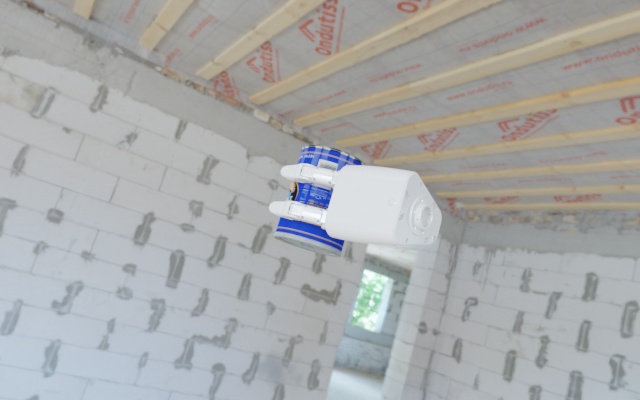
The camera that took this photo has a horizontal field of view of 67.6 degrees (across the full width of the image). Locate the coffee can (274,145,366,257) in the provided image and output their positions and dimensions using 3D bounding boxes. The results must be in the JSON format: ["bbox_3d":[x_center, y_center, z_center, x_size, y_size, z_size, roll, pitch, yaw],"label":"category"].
[{"bbox_3d":[0.000,0.002,0.708,0.103,0.140,0.103,16,-11,3],"label":"coffee can"}]
